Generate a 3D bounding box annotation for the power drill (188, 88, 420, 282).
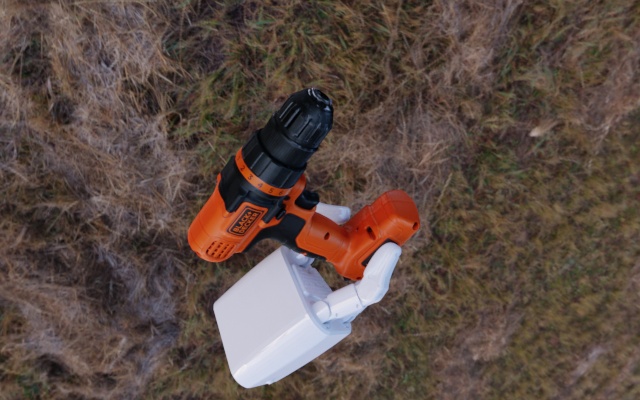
[{"bbox_3d":[0.000,0.002,0.431,0.188,0.057,0.184,21,-53,-34],"label":"power drill"}]
